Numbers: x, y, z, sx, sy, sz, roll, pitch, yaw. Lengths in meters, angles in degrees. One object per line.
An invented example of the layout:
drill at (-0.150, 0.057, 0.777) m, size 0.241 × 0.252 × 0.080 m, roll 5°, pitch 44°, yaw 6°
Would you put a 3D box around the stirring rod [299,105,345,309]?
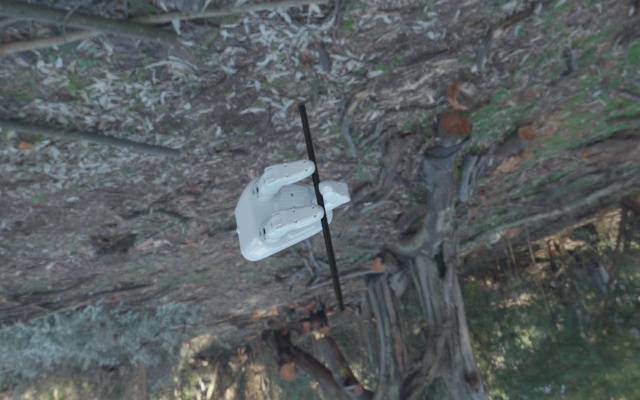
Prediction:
stirring rod at (0.000, 0.002, 0.544) m, size 0.011 × 0.239 × 0.011 m, roll -10°, pitch -13°, yaw -3°
